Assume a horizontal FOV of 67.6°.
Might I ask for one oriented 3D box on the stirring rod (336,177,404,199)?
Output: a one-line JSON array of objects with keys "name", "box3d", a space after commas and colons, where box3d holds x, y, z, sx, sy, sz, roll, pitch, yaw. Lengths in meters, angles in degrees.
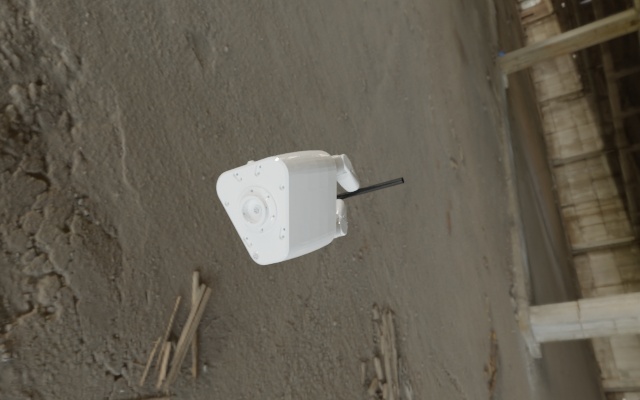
[{"name": "stirring rod", "box3d": [0.000, 0.002, 0.651, 0.239, 0.011, 0.011, -15, -7, 28]}]
